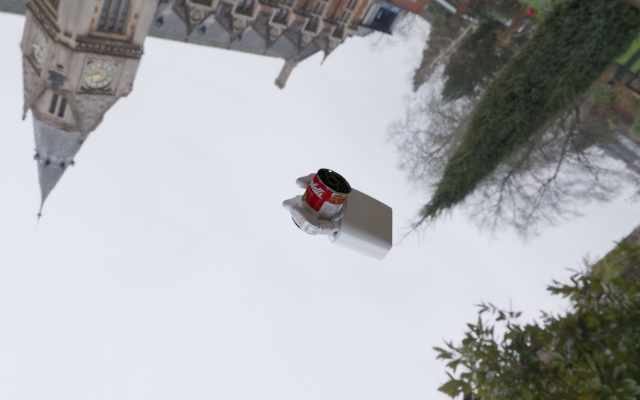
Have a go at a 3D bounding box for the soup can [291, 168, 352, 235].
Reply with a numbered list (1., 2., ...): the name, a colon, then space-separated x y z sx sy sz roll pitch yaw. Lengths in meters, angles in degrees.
1. soup can: 0.000 0.003 0.842 0.068 0.102 0.068 24 31 -15
